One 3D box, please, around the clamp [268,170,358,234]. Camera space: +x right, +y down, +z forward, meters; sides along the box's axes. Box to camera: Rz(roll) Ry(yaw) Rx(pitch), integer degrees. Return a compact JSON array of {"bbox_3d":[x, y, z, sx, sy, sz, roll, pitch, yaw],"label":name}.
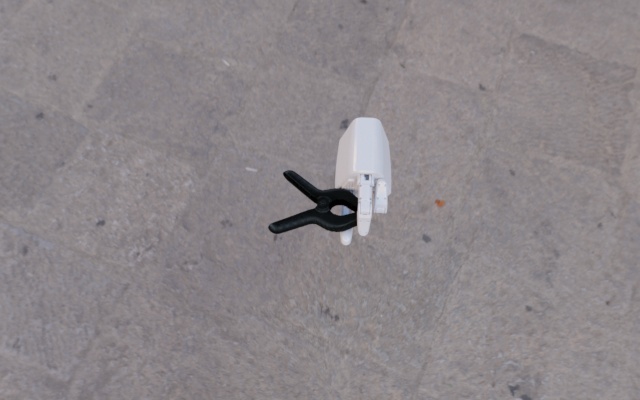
[{"bbox_3d":[0.000,0.003,0.818,0.171,0.120,0.039,2,-21,2],"label":"clamp"}]
